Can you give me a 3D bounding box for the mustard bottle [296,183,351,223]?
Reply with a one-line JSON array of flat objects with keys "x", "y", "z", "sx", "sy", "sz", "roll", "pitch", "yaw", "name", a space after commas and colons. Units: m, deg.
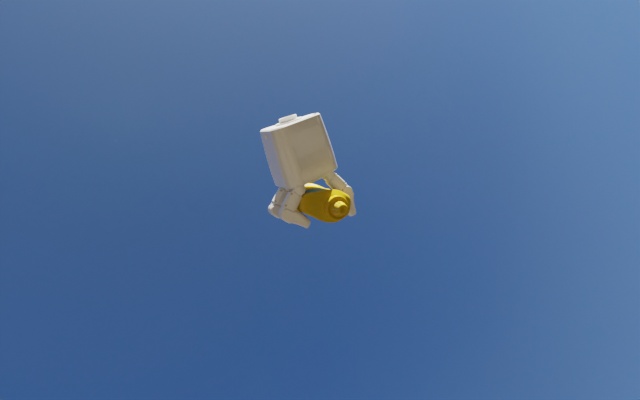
[{"x": 0.000, "y": 0.003, "z": 0.861, "sx": 0.096, "sy": 0.058, "sz": 0.191, "roll": 4, "pitch": 5, "yaw": -24, "name": "mustard bottle"}]
